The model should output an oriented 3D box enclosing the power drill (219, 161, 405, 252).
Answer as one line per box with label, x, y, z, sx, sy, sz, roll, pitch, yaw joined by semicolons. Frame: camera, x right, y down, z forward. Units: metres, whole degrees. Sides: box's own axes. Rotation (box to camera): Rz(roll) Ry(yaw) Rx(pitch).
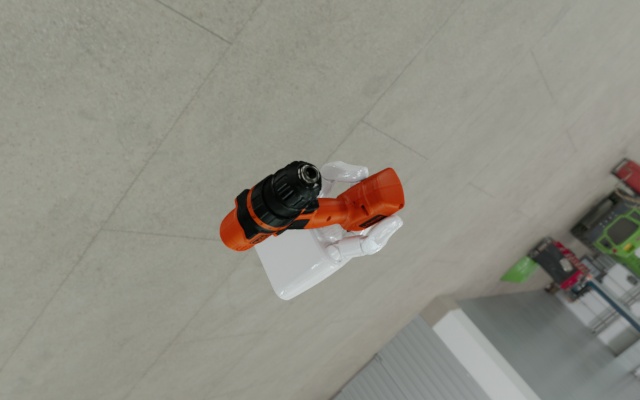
power drill;0.000;0.002;0.526;0.187;0.057;0.184;-5;-16;-35
